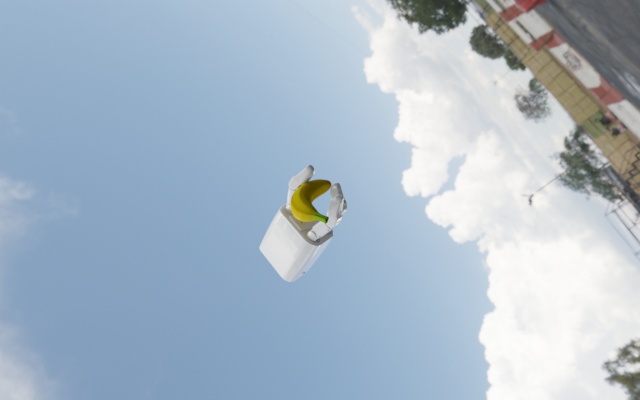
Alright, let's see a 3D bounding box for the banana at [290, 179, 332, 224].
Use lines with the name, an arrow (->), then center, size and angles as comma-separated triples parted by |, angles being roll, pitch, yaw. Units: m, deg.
banana -> -0.018, -0.001, 0.866 | 0.069, 0.037, 0.197 | 16, 22, -3
